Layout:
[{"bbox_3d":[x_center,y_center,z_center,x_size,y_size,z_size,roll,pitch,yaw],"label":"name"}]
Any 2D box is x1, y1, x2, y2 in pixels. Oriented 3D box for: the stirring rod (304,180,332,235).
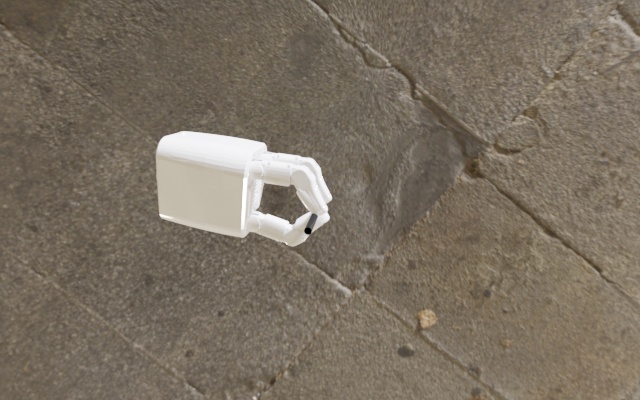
[{"bbox_3d":[0.000,0.002,0.597,0.011,0.011,0.239,0,14,6],"label":"stirring rod"}]
